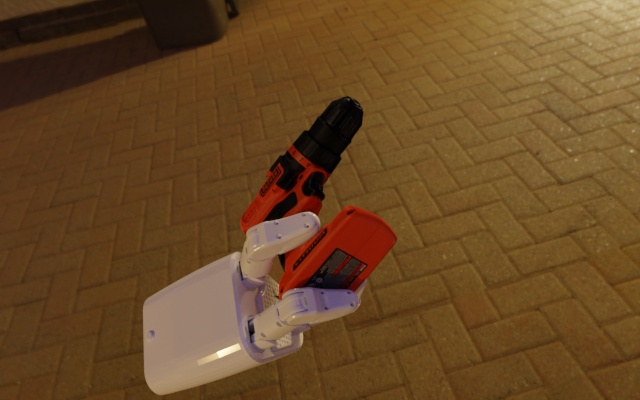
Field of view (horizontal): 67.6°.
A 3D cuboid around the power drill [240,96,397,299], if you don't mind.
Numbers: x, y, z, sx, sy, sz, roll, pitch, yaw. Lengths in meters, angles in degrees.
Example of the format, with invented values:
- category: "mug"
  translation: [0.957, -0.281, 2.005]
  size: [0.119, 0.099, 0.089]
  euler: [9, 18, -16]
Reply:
- category: "power drill"
  translation: [0.000, 0.002, 0.447]
  size: [0.057, 0.184, 0.187]
  euler: [29, 16, -28]
